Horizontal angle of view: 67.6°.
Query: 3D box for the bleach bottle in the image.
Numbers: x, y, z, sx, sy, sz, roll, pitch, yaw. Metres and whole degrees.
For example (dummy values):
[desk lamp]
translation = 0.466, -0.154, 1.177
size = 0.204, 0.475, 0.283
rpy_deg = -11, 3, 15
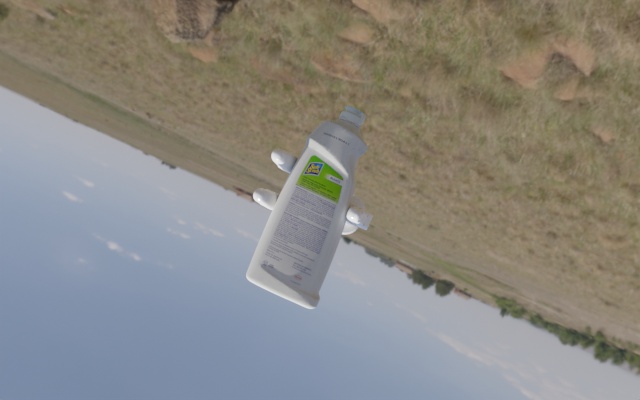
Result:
[bleach bottle]
translation = 0.000, 0.002, 0.611
size = 0.102, 0.251, 0.068
rpy_deg = 25, -2, -2
